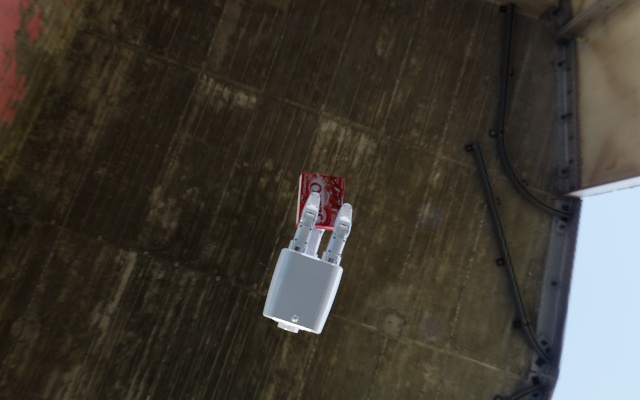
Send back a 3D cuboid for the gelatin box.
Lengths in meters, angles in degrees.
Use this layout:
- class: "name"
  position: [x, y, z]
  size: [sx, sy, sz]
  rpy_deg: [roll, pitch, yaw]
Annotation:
- class: "gelatin box"
  position: [0.000, 0.002, 0.783]
  size: [0.073, 0.089, 0.030]
  rpy_deg: [7, -16, -8]
